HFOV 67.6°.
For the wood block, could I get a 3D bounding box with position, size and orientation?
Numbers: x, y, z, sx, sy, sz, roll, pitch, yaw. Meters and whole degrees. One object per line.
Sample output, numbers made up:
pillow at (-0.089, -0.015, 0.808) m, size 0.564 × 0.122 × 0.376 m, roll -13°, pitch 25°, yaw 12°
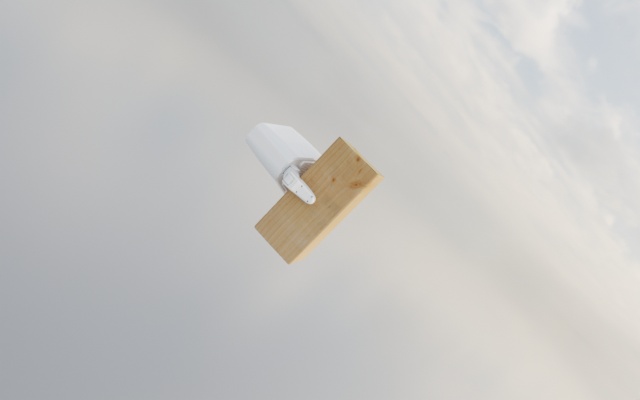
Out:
wood block at (0.000, 0.002, 0.805) m, size 0.090 × 0.206 × 0.091 m, roll 46°, pitch 10°, yaw 11°
